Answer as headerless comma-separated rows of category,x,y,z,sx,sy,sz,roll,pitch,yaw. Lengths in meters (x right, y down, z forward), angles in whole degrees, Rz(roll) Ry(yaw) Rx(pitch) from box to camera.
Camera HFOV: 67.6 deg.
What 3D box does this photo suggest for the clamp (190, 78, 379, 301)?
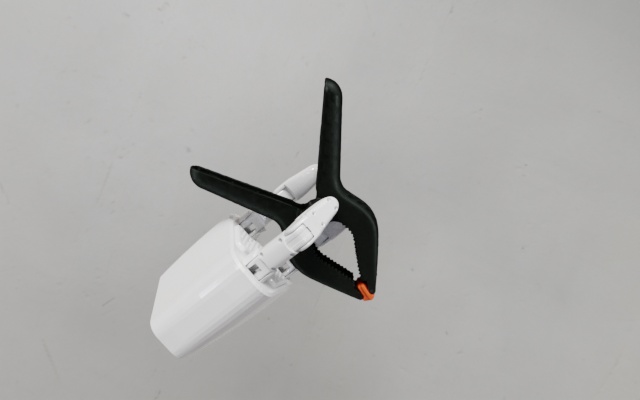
clamp,0.000,0.002,0.459,0.164,0.210,0.036,-38,8,9
